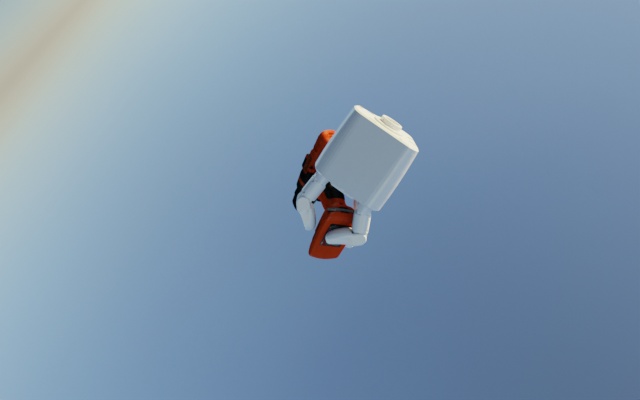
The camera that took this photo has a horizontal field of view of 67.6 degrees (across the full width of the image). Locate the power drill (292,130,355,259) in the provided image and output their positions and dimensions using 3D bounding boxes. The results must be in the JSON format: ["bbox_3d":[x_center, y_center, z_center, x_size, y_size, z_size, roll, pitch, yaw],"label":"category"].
[{"bbox_3d":[0.000,0.003,0.802,0.057,0.187,0.185,5,-45,-20],"label":"power drill"}]
